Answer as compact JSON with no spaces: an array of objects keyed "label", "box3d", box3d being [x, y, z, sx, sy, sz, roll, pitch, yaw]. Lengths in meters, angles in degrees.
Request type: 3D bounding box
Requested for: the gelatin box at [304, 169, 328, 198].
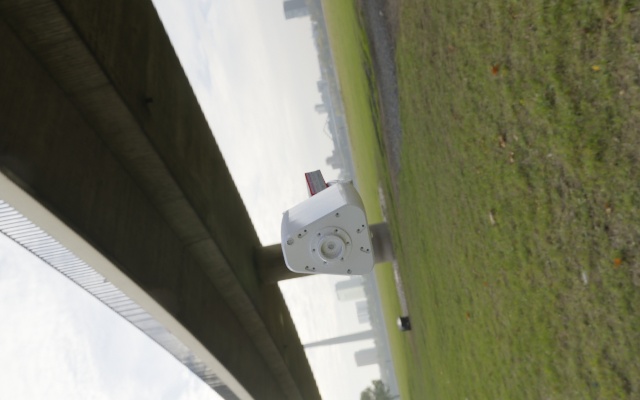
[{"label":"gelatin box","box3d":[0.000,0.002,0.742,0.030,0.073,0.089,-13,27,-4]}]
